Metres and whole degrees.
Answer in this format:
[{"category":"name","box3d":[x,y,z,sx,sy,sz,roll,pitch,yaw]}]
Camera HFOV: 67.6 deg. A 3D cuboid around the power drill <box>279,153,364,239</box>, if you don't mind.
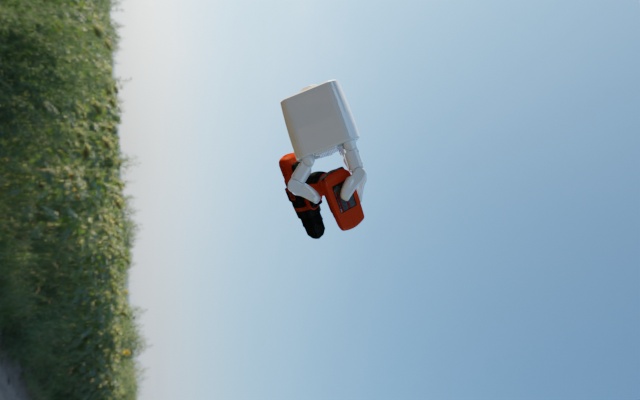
[{"category":"power drill","box3d":[0.000,0.003,0.886,0.057,0.184,0.187,-31,22,-25]}]
